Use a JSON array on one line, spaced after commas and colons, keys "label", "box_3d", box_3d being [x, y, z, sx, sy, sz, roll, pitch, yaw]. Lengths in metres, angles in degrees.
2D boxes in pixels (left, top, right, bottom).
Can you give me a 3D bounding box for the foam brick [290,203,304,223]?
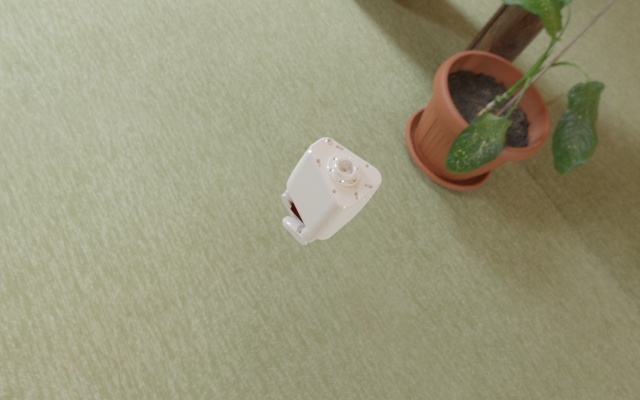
[{"label": "foam brick", "box_3d": [0.000, 0.002, 0.776, 0.078, 0.053, 0.051, -38, -7, -32]}]
